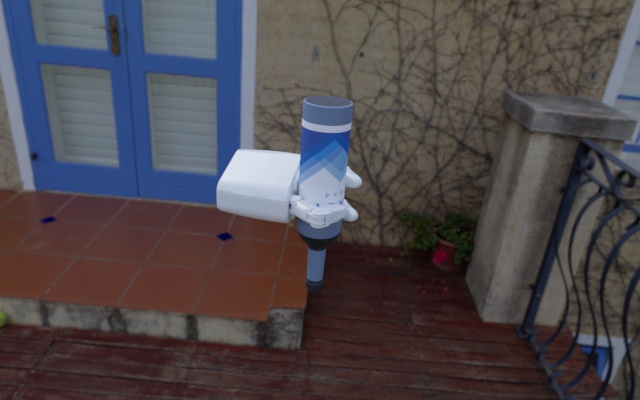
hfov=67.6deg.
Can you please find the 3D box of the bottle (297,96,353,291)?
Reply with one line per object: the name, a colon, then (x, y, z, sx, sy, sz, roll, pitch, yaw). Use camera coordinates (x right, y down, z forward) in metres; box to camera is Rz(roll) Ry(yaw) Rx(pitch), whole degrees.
bottle: (0.000, 0.002, 0.693, 0.069, 0.296, 0.069, 4, 24, -2)
